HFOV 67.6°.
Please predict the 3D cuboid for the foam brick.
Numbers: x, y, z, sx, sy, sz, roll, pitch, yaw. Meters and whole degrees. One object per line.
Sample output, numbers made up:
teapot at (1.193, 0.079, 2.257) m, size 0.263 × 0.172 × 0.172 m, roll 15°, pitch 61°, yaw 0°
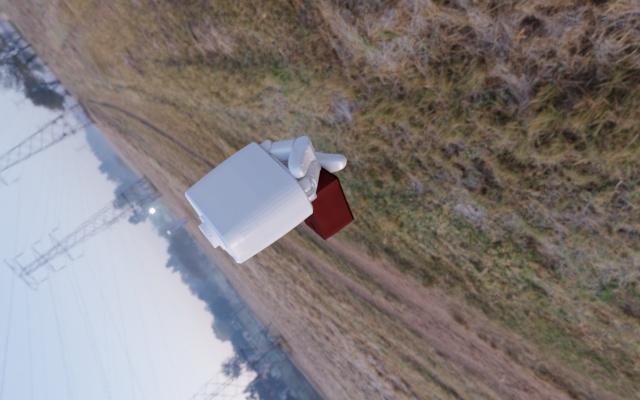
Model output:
foam brick at (0.000, 0.002, 0.622) m, size 0.051 × 0.078 × 0.053 m, roll -37°, pitch 41°, yaw -15°
